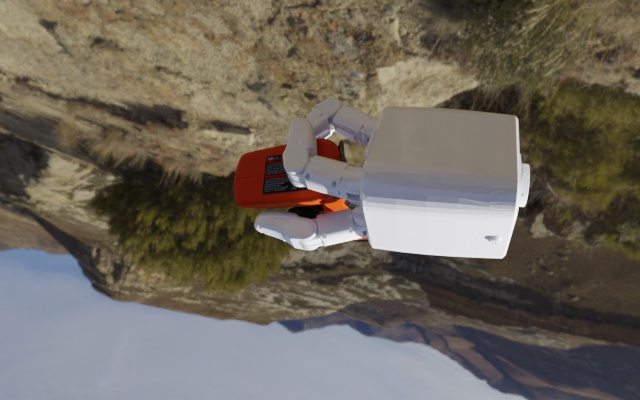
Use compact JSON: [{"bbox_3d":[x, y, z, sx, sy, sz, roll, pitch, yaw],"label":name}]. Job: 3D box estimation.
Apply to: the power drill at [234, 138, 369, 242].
[{"bbox_3d":[0.000,0.002,0.487,0.184,0.057,0.188,-8,-18,30],"label":"power drill"}]
